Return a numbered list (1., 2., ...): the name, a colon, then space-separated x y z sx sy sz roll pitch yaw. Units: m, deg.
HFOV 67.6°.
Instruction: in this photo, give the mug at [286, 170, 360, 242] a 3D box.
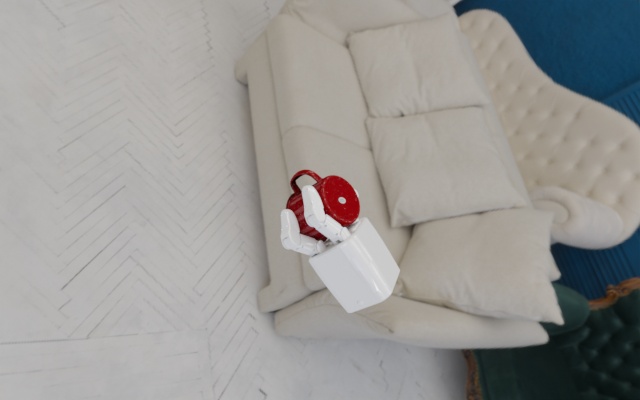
1. mug: -0.001 0.001 0.740 0.081 0.117 0.093 -31 6 40
